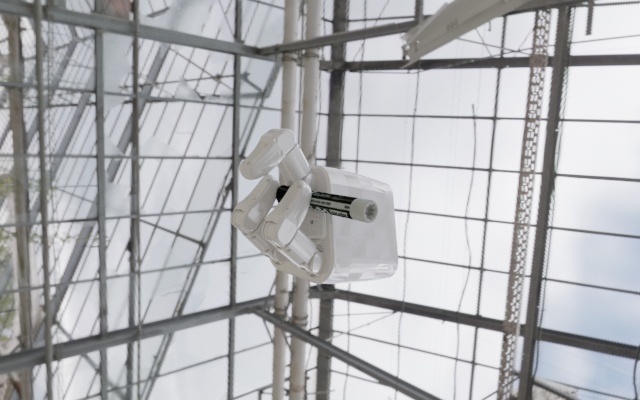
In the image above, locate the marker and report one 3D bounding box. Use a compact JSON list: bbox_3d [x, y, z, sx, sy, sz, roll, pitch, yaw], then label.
[{"bbox_3d":[0.000,0.001,0.426,0.020,0.020,0.121,0,7,-43],"label":"marker"}]
